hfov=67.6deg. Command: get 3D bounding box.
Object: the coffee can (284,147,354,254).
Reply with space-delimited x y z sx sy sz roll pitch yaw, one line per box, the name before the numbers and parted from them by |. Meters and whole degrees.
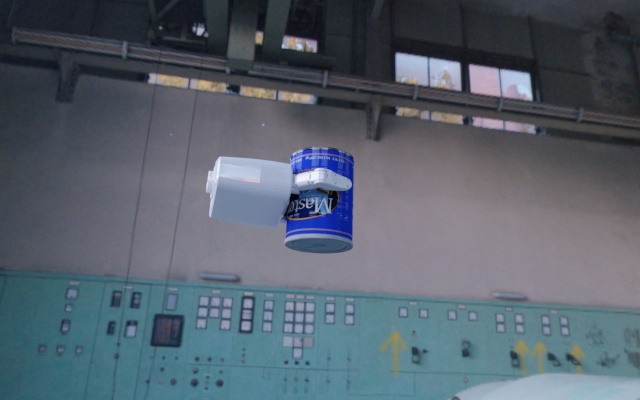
coffee can | 0.000 0.003 0.733 0.103 0.140 0.103 2 -18 1
